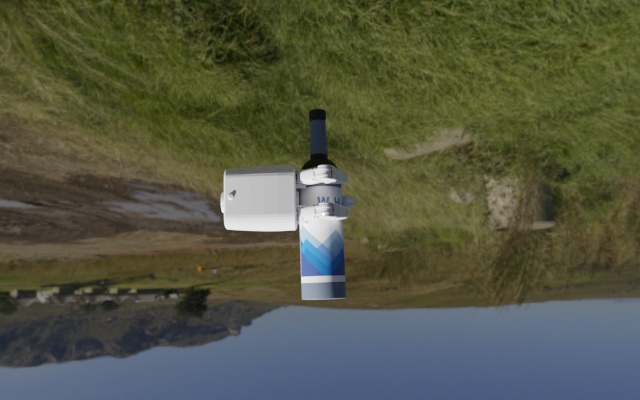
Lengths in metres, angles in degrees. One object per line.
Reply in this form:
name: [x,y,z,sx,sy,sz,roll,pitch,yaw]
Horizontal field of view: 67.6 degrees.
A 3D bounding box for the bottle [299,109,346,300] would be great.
bottle: [0.000,0.003,0.741,0.069,0.295,0.069,-2,-10,0]
